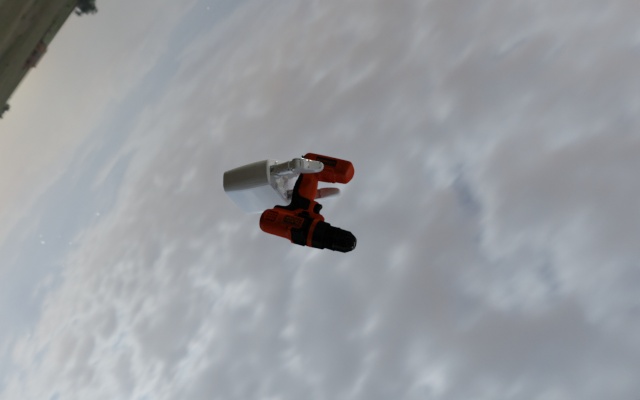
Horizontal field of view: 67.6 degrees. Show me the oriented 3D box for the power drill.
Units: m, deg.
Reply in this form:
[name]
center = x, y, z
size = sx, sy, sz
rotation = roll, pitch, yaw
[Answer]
[power drill]
center = 0.000, 0.003, 0.893
size = 0.184, 0.187, 0.057
rotation = 15, -34, 15
